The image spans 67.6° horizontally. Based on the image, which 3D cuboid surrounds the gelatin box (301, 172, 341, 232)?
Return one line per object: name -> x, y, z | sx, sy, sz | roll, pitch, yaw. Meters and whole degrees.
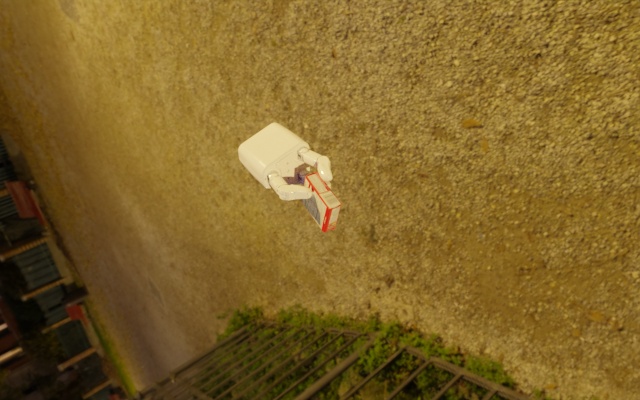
gelatin box -> 0.000, 0.003, 0.889 | 0.030, 0.089, 0.073 | -20, -33, -25
